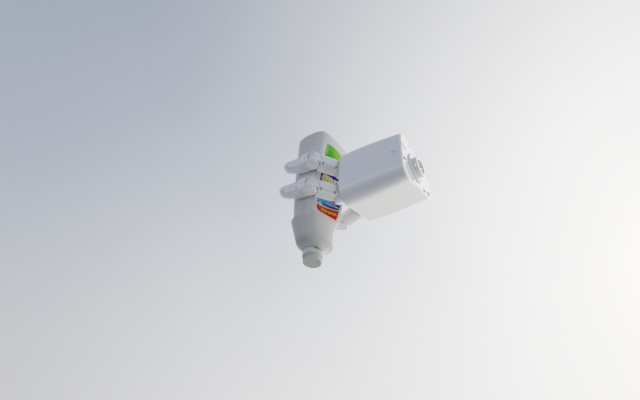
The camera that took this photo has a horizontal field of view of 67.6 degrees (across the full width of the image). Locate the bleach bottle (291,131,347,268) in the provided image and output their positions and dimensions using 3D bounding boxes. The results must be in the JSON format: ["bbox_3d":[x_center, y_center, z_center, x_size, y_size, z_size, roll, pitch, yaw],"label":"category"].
[{"bbox_3d":[0.000,0.002,0.777,0.068,0.250,0.103,-23,-49,27],"label":"bleach bottle"}]
